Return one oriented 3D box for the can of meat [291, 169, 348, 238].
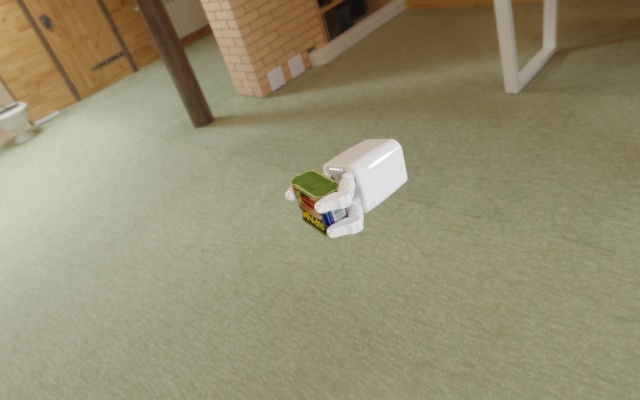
[{"bbox_3d":[0.000,0.002,0.818,0.057,0.084,0.102,-33,37,-21],"label":"can of meat"}]
